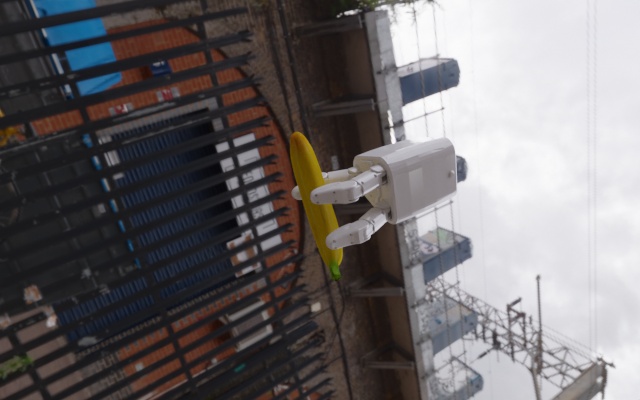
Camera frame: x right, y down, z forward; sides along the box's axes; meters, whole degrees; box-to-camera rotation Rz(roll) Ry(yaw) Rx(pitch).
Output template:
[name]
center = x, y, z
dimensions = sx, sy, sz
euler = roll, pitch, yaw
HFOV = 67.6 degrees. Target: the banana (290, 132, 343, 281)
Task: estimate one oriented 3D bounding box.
[banana]
center = -0.002, 0.005, 0.639
dimensions = 0.037, 0.198, 0.069
euler = -19, 5, -9
